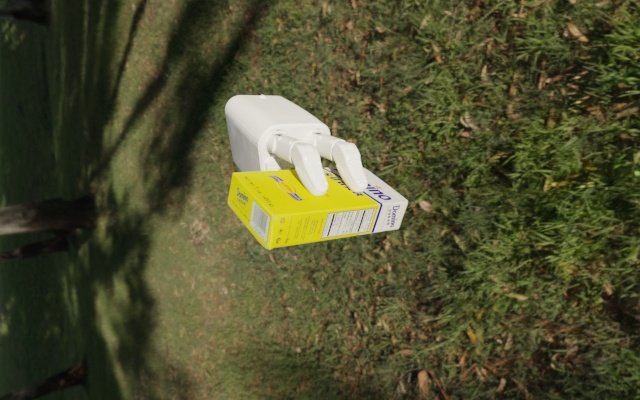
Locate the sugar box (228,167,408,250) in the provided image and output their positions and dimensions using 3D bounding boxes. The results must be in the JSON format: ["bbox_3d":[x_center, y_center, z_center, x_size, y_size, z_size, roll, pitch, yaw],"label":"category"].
[{"bbox_3d":[0.000,0.001,0.520,0.176,0.048,0.093,-9,35,-34],"label":"sugar box"}]
